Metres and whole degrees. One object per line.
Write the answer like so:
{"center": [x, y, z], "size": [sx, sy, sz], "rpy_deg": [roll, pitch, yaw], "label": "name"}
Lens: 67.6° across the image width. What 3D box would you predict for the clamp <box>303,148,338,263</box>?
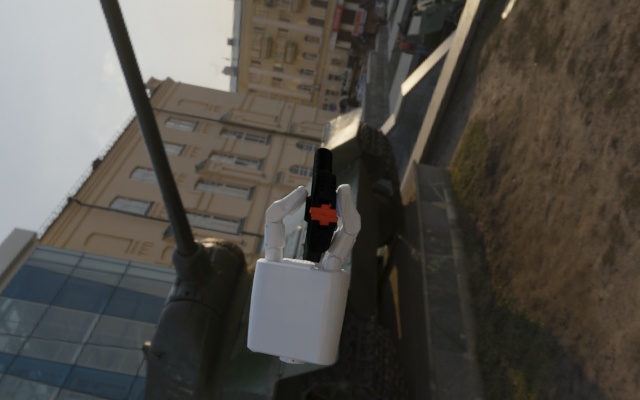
{"center": [-0.001, 0.002, 0.579], "size": [0.036, 0.164, 0.210], "rpy_deg": [6, -5, -3], "label": "clamp"}
